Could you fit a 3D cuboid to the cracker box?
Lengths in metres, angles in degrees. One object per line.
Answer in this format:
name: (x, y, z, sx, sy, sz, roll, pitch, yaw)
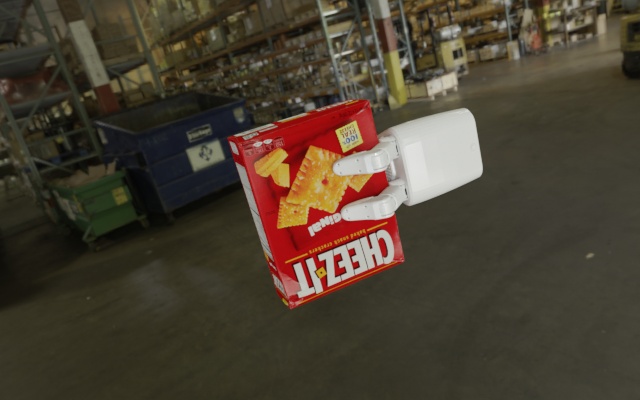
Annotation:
cracker box: (0.000, 0.002, 0.584, 0.164, 0.214, 0.072, -20, 17, -15)
